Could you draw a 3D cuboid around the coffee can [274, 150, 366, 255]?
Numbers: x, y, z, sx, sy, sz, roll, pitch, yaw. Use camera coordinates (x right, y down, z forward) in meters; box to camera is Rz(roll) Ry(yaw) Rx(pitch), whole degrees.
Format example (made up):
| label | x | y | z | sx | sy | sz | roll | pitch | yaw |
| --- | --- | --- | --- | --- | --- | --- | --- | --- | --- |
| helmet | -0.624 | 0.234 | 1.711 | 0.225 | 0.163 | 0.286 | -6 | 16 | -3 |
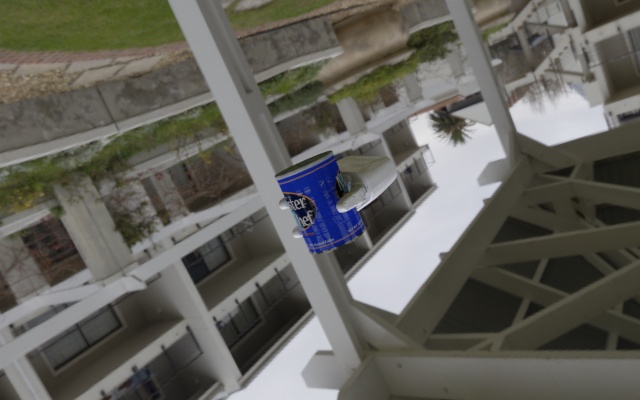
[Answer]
| label | x | y | z | sx | sy | sz | roll | pitch | yaw |
| --- | --- | --- | --- | --- | --- | --- | --- | --- | --- |
| coffee can | 0.000 | 0.002 | 0.779 | 0.103 | 0.140 | 0.103 | -23 | 9 | 4 |
